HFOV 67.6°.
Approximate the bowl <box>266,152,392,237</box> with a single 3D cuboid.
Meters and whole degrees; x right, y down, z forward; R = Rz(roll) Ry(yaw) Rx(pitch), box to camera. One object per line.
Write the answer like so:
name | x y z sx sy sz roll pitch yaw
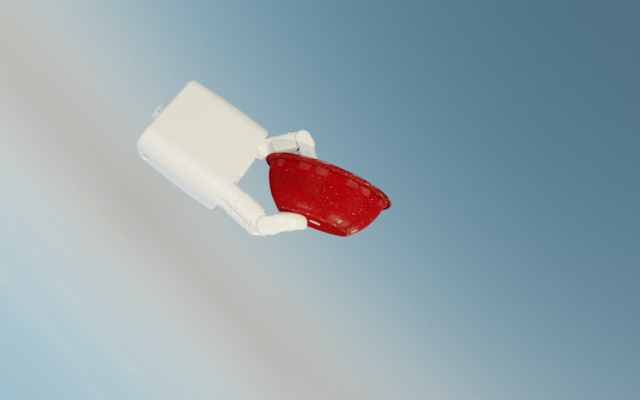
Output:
bowl | 0.001 0.003 0.574 0.162 0.055 0.162 20 -11 4
